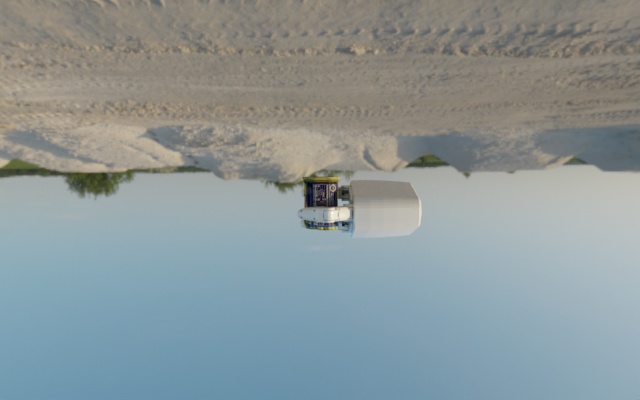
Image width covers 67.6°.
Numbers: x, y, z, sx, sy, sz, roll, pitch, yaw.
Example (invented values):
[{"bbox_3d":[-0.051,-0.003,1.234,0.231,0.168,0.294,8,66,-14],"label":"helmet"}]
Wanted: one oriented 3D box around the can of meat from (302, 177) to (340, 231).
[{"bbox_3d":[0.000,0.003,0.789,0.057,0.084,0.102,-1,4,-4],"label":"can of meat"}]
